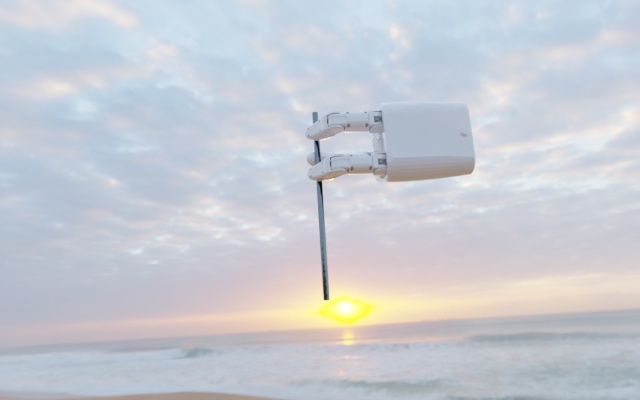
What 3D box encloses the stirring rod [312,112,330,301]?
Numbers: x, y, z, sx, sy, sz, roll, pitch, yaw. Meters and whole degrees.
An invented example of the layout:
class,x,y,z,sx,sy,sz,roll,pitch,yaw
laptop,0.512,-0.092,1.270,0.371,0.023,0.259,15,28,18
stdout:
class,x,y,z,sx,sy,sz,roll,pitch,yaw
stirring rod,0.000,0.002,0.593,0.011,0.239,0.011,-3,-14,-1
